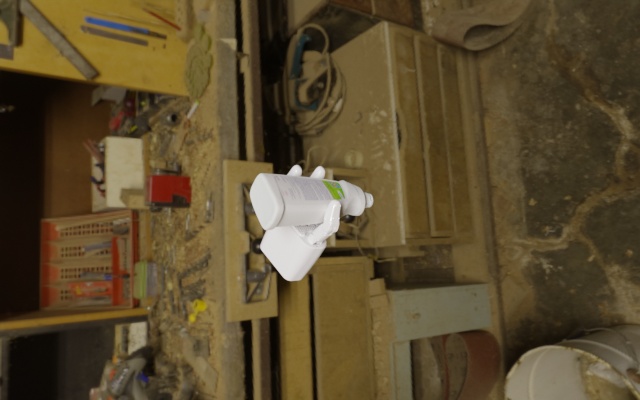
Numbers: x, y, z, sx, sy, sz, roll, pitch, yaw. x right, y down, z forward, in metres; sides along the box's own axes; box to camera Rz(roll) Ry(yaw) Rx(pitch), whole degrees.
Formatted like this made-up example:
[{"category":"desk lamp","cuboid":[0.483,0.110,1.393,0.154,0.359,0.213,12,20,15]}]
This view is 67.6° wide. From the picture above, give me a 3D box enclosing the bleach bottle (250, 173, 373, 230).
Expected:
[{"category":"bleach bottle","cuboid":[0.000,0.003,0.890,0.251,0.102,0.068,2,-45,-36]}]
